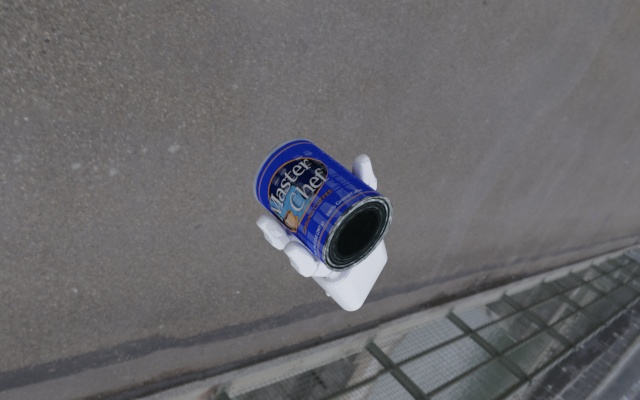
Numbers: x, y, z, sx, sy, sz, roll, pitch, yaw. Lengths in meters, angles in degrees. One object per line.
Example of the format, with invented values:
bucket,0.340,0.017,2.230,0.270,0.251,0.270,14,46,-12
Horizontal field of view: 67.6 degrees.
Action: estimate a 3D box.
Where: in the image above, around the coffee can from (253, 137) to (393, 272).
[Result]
coffee can,0.000,0.002,0.567,0.103,0.103,0.140,0,32,-47
